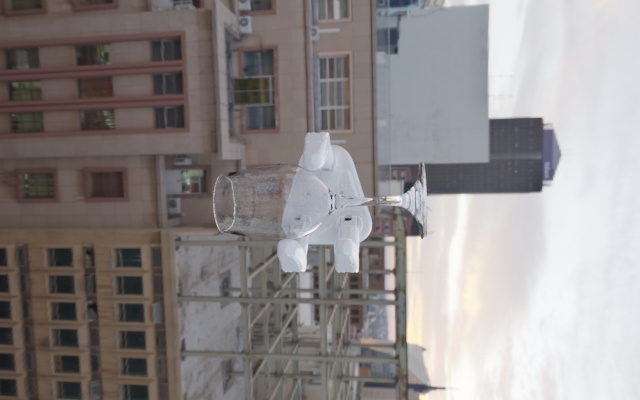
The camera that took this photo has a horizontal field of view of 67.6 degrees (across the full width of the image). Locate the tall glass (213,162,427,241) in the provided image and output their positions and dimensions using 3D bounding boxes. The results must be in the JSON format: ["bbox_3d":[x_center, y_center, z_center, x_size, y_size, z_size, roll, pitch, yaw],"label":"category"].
[{"bbox_3d":[0.001,0.001,0.473,0.201,0.079,0.079,-1,0,8],"label":"tall glass"}]
